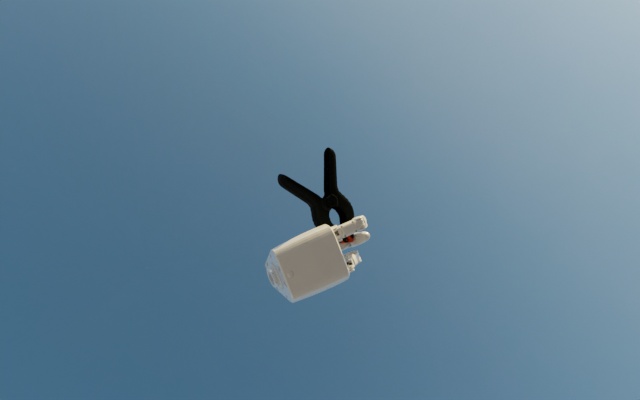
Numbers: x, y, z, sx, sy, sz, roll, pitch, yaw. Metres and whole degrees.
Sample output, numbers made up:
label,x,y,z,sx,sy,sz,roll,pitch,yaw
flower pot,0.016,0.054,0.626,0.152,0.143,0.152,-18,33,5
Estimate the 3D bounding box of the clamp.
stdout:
label,x,y,z,sx,sy,sz,roll,pitch,yaw
clamp,0.000,0.003,0.833,0.120,0.171,0.039,-22,0,-21
